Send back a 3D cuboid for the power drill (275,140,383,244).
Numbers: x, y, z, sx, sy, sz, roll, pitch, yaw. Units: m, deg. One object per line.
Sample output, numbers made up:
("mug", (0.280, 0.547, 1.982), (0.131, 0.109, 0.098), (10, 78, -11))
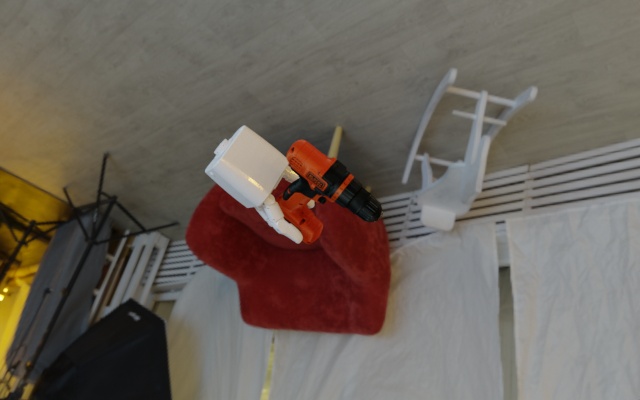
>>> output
("power drill", (0.000, 0.003, 0.828), (0.057, 0.184, 0.188), (-48, -3, -39))
